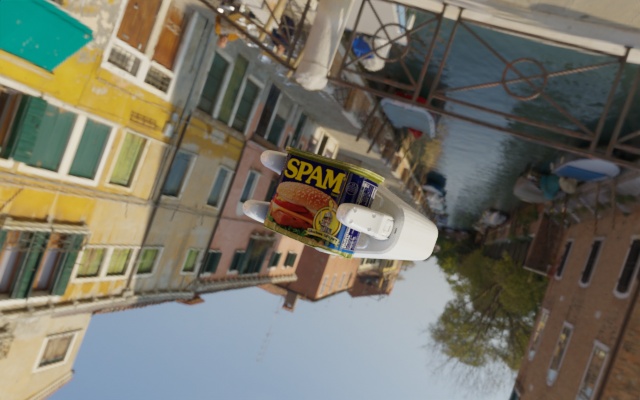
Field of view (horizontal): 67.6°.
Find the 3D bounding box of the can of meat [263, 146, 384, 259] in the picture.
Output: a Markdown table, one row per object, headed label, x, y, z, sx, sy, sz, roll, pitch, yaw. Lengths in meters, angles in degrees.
| label | x | y | z | sx | sy | sz | roll | pitch | yaw |
| --- | --- | --- | --- | --- | --- | --- | --- | --- | --- |
| can of meat | 0.000 | 0.002 | 0.469 | 0.102 | 0.084 | 0.057 | 19 | 0 | 34 |
